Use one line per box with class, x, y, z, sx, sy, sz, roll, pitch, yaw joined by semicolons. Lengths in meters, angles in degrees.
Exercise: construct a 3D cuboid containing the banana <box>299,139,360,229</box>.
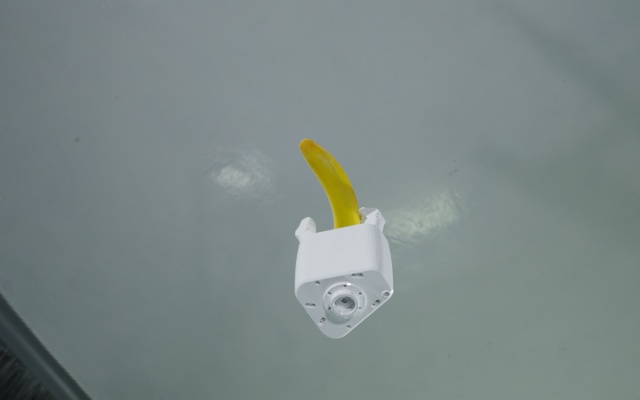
banana;0.019;0.003;0.685;0.069;0.198;0.037;-6;25;9
